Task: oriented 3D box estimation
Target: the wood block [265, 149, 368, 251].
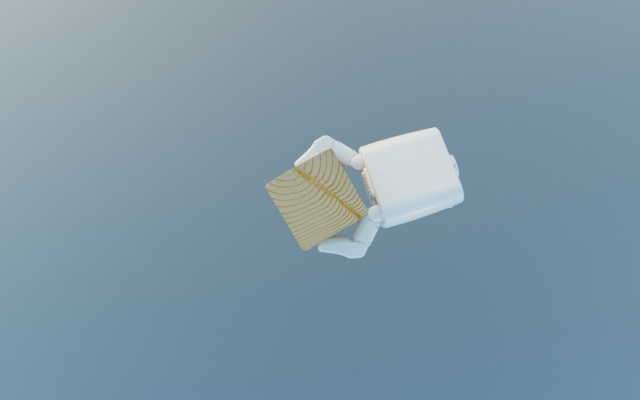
[{"bbox_3d":[0.000,0.002,0.643,0.090,0.091,0.206,-30,-3,1],"label":"wood block"}]
